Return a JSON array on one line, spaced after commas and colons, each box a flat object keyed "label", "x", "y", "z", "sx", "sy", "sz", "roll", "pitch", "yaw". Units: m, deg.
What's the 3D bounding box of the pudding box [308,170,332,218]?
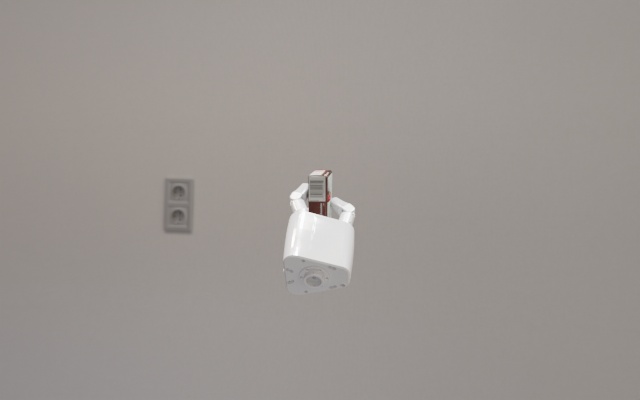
[{"label": "pudding box", "x": 0.000, "y": 0.003, "z": 0.896, "sx": 0.039, "sy": 0.113, "sz": 0.090, "roll": 3, "pitch": 10, "yaw": 6}]
